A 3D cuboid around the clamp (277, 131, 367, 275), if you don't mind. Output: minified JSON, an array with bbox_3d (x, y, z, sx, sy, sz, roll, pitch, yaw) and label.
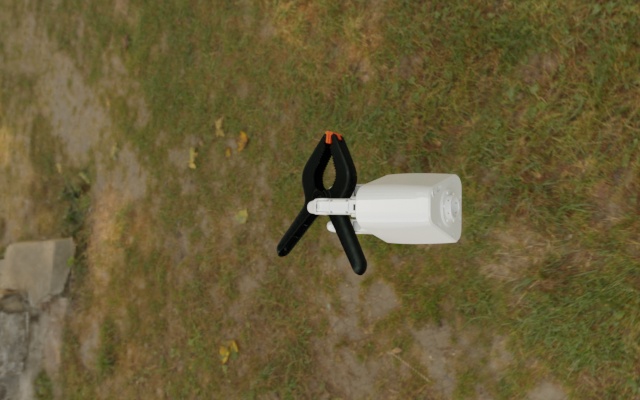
[{"bbox_3d":[0.000,0.002,0.724,0.164,0.210,0.036,-1,-4,36],"label":"clamp"}]
